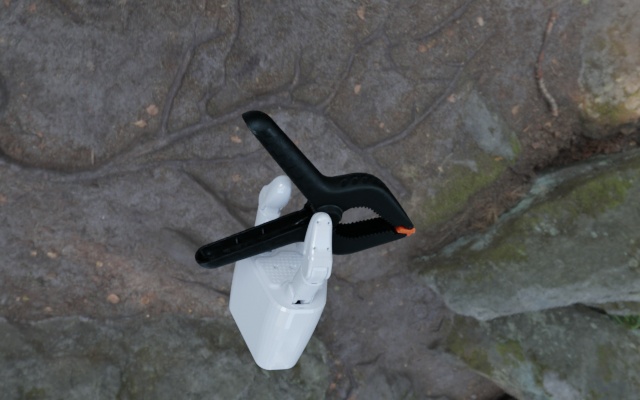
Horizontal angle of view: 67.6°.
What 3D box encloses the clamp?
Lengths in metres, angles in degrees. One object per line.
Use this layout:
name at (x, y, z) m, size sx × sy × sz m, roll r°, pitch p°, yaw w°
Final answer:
clamp at (0.001, 0.002, 0.443) m, size 0.210 × 0.165 × 0.036 m, roll 4°, pitch 38°, yaw -21°
